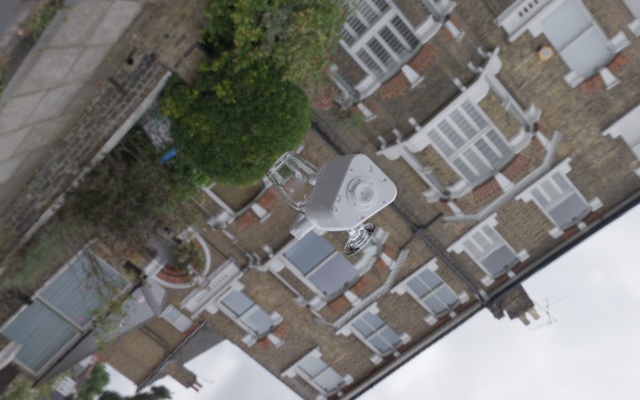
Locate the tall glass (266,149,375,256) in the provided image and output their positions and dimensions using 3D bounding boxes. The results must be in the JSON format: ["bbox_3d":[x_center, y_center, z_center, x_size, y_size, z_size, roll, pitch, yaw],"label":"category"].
[{"bbox_3d":[0.001,0.003,0.821,0.201,0.079,0.079,43,-13,-14],"label":"tall glass"}]
